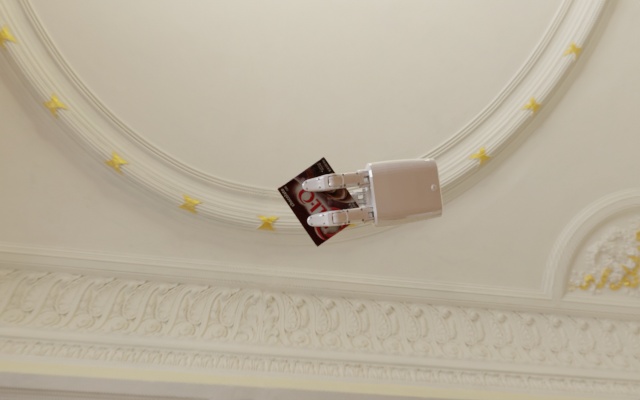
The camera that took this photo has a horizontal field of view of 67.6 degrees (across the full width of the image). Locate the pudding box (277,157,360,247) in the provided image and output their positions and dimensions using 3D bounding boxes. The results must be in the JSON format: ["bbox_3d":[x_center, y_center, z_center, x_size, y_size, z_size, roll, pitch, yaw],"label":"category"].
[{"bbox_3d":[0.000,0.002,0.755,0.090,0.113,0.039,-35,-1,-1],"label":"pudding box"}]
